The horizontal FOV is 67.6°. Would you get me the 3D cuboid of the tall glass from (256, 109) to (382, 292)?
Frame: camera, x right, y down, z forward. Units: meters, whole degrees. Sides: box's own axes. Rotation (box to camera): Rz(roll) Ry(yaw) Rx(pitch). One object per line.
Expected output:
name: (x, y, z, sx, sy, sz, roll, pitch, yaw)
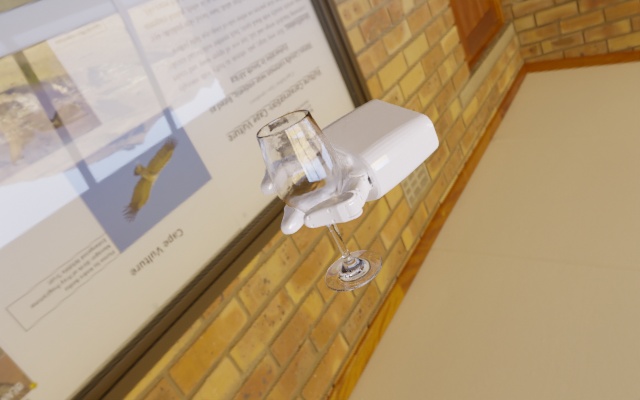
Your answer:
tall glass: (0.000, 0.002, 0.535, 0.079, 0.201, 0.079, -22, 24, 10)
